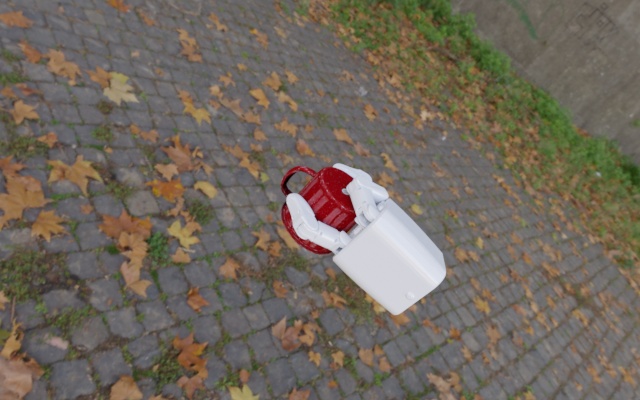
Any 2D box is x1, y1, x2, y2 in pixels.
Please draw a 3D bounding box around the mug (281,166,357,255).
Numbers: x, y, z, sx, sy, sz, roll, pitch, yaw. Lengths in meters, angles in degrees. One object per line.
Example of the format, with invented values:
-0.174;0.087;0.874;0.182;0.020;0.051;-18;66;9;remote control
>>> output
-0.001;0.001;0.625;0.081;0.117;0.093;-46;0;32;mug
